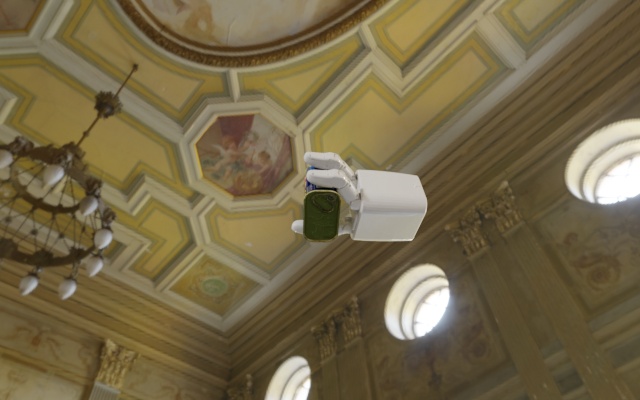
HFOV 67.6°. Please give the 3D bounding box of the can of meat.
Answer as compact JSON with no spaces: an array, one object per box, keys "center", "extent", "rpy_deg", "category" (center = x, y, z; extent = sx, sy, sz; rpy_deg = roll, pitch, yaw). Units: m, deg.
[{"center":[0.000,0.002,0.777],"extent":[0.057,0.102,0.084],"rpy_deg":[1,36,-3],"category":"can of meat"}]
